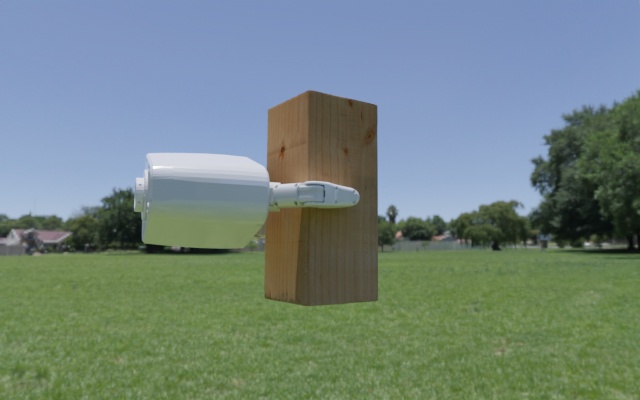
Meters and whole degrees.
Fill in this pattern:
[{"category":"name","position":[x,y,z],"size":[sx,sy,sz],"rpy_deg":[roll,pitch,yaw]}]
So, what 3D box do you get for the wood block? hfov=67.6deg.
[{"category":"wood block","position":[0.000,0.001,0.507],"size":[0.090,0.206,0.091],"rpy_deg":[4,-6,-34]}]
